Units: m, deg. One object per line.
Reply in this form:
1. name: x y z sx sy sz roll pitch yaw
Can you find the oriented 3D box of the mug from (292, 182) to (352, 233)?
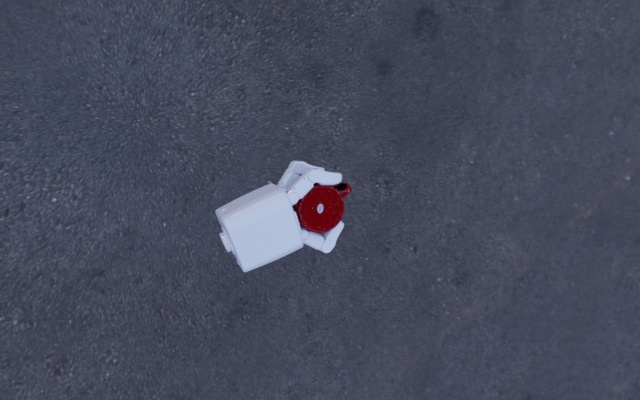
1. mug: 0.001 0.002 0.805 0.117 0.093 0.081 -25 17 -14
